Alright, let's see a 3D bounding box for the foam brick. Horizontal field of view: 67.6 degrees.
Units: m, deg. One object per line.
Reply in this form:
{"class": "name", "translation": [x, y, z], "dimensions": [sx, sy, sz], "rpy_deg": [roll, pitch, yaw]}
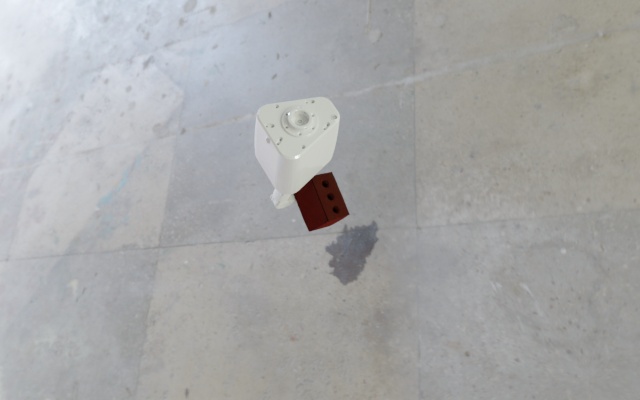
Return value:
{"class": "foam brick", "translation": [0.000, 0.003, 0.762], "dimensions": [0.053, 0.078, 0.051], "rpy_deg": [-15, -10, -47]}
